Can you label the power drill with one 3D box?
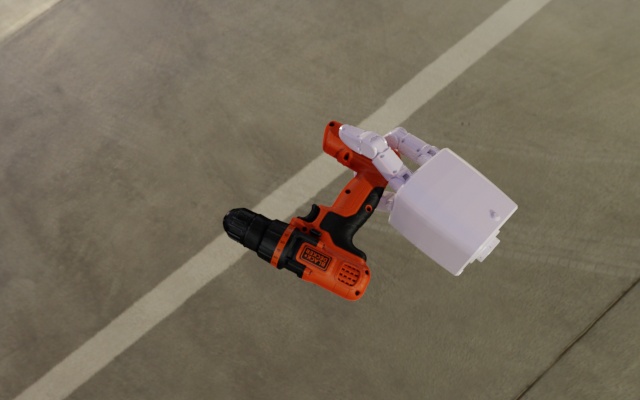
[{"bbox_3d":[0.001,0.002,0.572,0.184,0.187,0.057,27,-13,4],"label":"power drill"}]
